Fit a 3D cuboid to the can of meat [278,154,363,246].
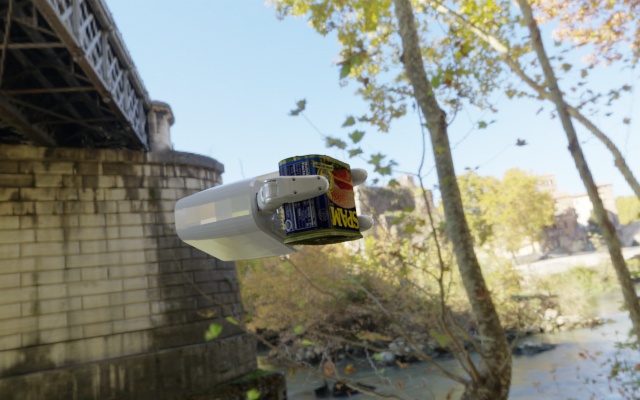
[{"bbox_3d":[0.000,0.001,0.502,0.057,0.084,0.102,-13,-11,25],"label":"can of meat"}]
